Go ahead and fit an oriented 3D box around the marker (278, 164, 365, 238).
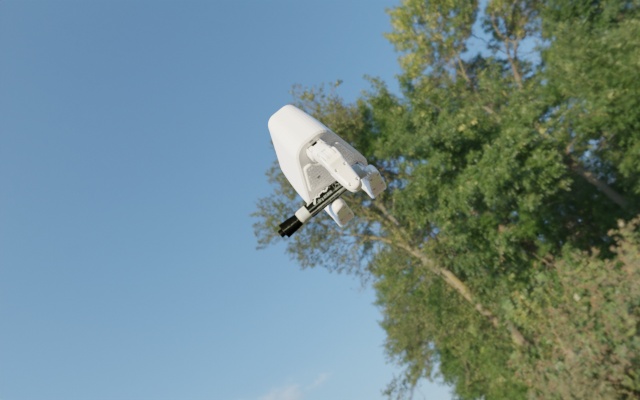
[{"bbox_3d":[0.000,0.002,0.556,0.121,0.020,0.020,-39,3,-4],"label":"marker"}]
